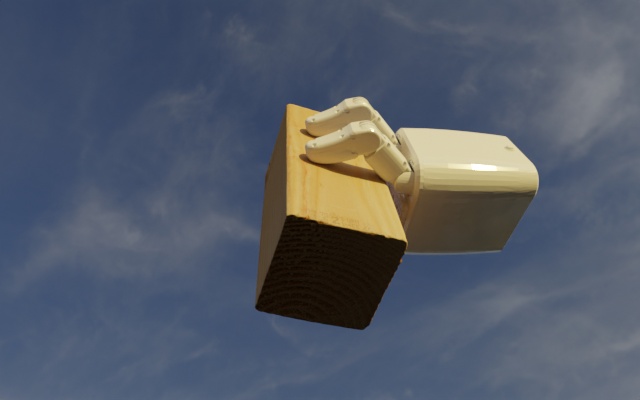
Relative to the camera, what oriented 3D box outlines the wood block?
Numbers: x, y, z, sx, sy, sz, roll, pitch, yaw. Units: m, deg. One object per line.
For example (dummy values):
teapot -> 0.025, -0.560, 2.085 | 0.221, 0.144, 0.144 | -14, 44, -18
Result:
wood block -> 0.000, 0.002, 0.424 | 0.090, 0.091, 0.206 | 13, 29, -12
